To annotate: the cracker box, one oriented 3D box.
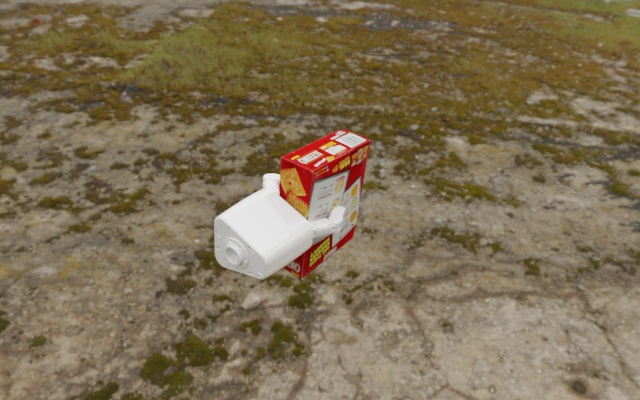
[{"bbox_3d":[0.000,0.003,0.820,0.072,0.214,0.164,27,38,27],"label":"cracker box"}]
